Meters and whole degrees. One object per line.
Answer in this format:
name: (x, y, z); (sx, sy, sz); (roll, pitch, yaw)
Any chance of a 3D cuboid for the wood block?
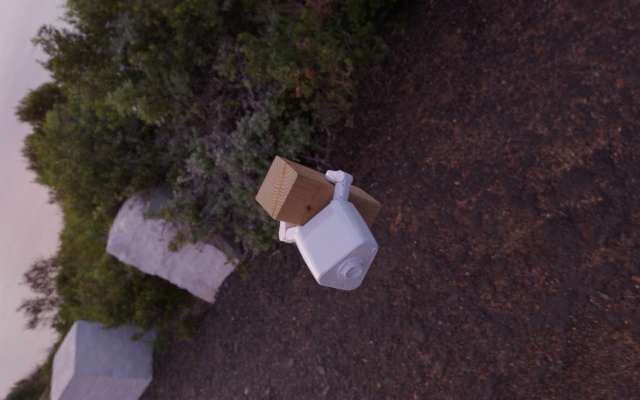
wood block: (0.000, 0.003, 0.882); (0.206, 0.091, 0.090); (19, 14, -38)
